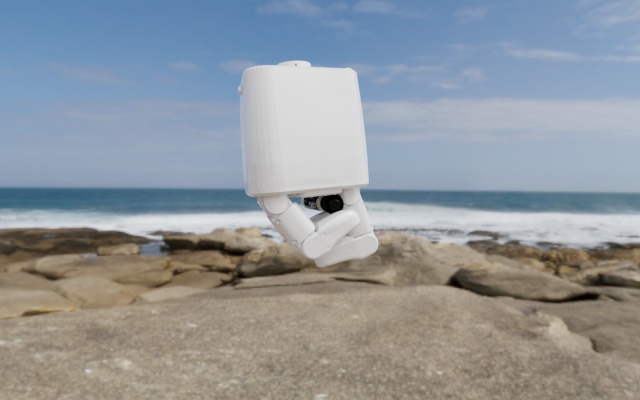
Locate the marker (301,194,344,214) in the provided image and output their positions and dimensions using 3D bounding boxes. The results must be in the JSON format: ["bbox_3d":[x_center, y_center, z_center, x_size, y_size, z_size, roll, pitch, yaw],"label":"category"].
[{"bbox_3d":[0.000,0.002,0.476,0.020,0.020,0.121,0,2,-12],"label":"marker"}]
